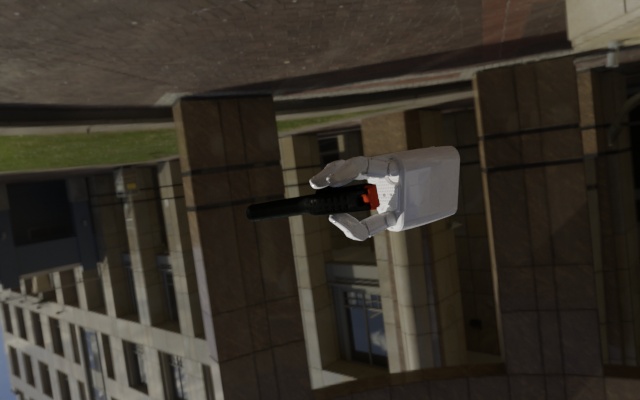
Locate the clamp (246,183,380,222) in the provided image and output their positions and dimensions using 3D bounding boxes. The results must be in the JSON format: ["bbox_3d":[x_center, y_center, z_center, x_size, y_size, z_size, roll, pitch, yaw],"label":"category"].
[{"bbox_3d":[0.001,0.003,0.641,0.164,0.036,0.210,-15,6,-24],"label":"clamp"}]
